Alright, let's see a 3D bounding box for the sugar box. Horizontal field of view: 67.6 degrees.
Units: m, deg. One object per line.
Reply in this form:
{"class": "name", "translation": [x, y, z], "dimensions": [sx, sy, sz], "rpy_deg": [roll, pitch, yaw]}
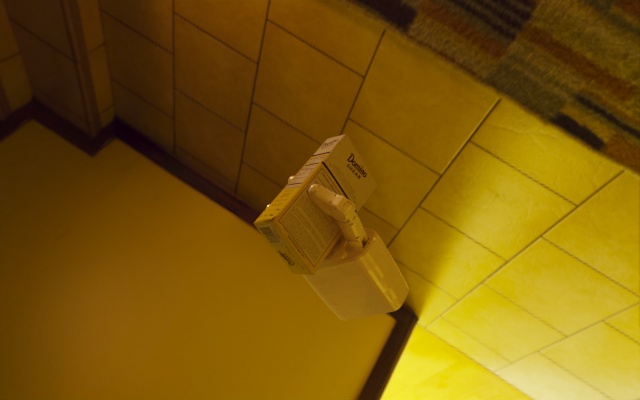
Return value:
{"class": "sugar box", "translation": [0.000, 0.002, 0.626], "dimensions": [0.048, 0.093, 0.176], "rpy_deg": [-8, 34, 45]}
